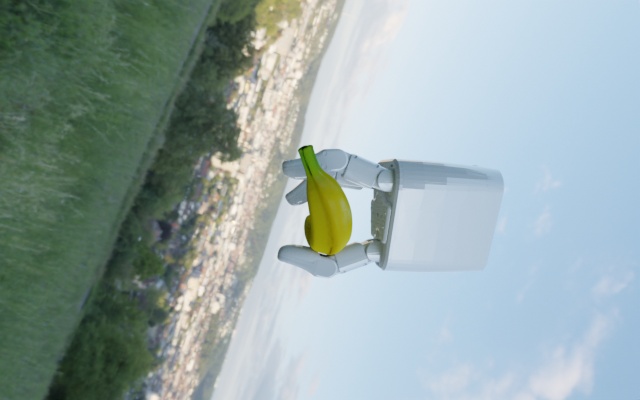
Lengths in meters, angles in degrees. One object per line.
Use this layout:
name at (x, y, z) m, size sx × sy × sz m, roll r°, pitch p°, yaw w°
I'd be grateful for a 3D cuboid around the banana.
banana at (0.004, 0.018, 0.446) m, size 0.037 × 0.069 × 0.198 m, roll -12°, pitch -19°, yaw -6°
